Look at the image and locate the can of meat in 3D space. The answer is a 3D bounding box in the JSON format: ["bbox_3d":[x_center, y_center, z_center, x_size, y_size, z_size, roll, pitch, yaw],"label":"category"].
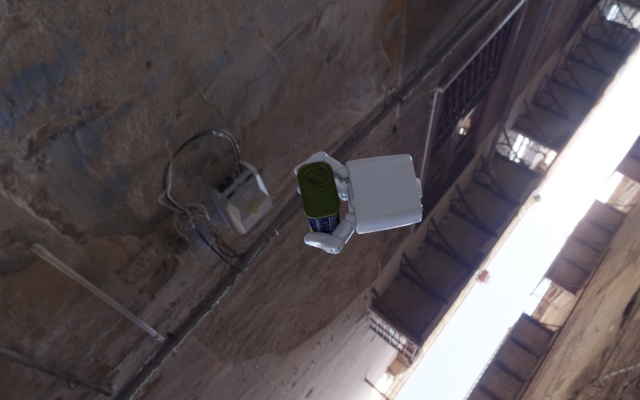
[{"bbox_3d":[0.000,0.003,0.771,0.057,0.102,0.084,-12,-31,-1],"label":"can of meat"}]
